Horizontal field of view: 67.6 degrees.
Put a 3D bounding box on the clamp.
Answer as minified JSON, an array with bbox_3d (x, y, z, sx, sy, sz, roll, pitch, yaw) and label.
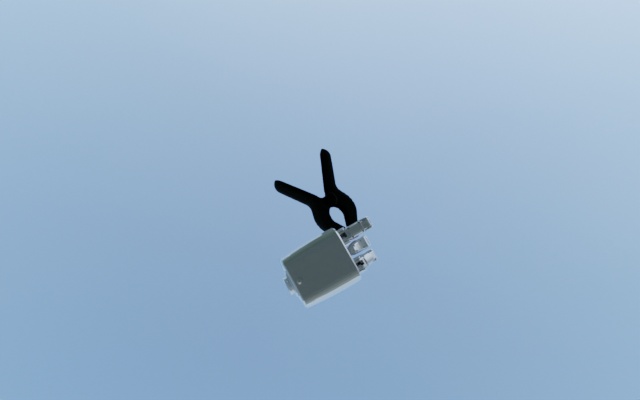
[{"bbox_3d":[0.000,0.003,0.844,0.120,0.171,0.039,-28,-9,-13],"label":"clamp"}]
